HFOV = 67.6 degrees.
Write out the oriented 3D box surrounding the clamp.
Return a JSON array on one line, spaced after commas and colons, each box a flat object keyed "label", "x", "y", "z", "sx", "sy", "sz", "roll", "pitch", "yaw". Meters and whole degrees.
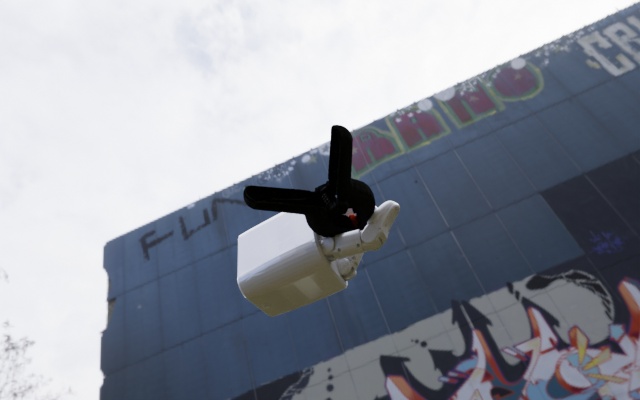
[{"label": "clamp", "x": 0.000, "y": 0.001, "z": 0.505, "sx": 0.120, "sy": 0.039, "sz": 0.172, "roll": -24, "pitch": -39, "yaw": 8}]
